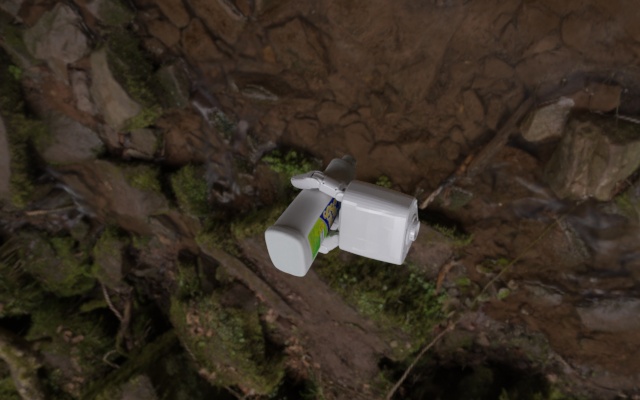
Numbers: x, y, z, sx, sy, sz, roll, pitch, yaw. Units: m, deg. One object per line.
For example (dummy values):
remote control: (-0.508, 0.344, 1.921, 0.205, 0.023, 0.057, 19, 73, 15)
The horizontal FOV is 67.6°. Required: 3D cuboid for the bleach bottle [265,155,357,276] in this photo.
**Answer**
bleach bottle: (0.000, 0.003, 0.804, 0.068, 0.103, 0.250, 16, 49, 21)
